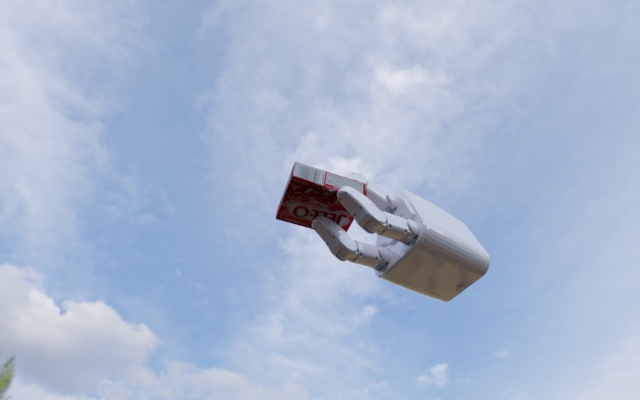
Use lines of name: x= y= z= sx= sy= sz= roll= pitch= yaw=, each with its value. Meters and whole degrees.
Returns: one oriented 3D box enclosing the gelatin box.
gelatin box: x=0.000 y=0.001 z=0.559 sx=0.089 sy=0.073 sz=0.030 roll=17 pitch=42 yaw=-8
